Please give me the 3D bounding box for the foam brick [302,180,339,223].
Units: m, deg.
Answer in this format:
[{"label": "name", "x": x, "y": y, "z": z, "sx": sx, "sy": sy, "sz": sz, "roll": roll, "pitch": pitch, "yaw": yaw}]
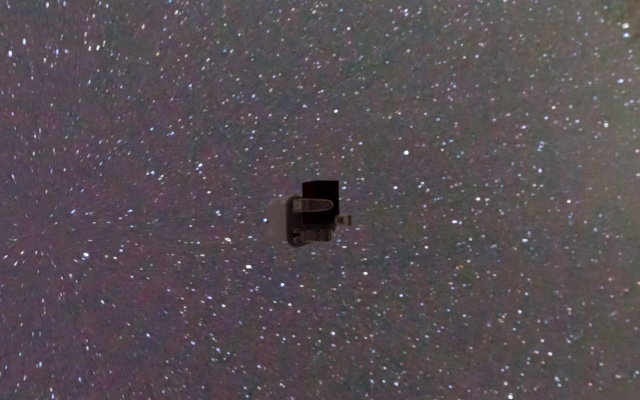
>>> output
[{"label": "foam brick", "x": 0.000, "y": 0.003, "z": 0.879, "sx": 0.053, "sy": 0.078, "sz": 0.051, "roll": 1, "pitch": -3, "yaw": -30}]
